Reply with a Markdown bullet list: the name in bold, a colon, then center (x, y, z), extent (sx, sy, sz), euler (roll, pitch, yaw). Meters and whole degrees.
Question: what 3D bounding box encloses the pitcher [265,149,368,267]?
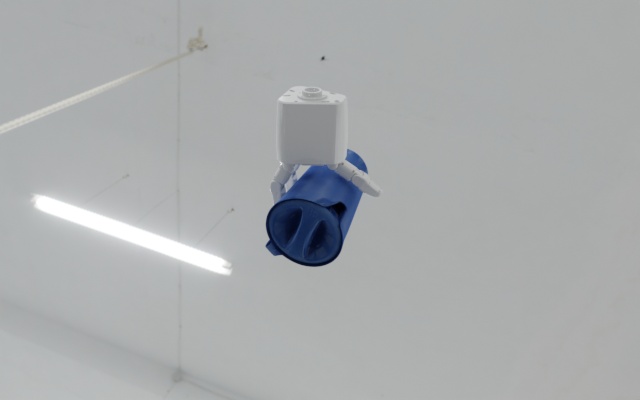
- **pitcher**: center (0.000, 0.003, 0.867), extent (0.149, 0.145, 0.242), euler (11, 32, 15)
